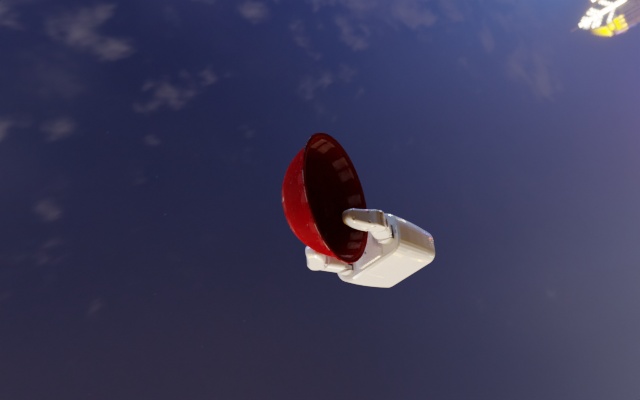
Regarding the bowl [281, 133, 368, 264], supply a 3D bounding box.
[{"bbox_3d":[-0.001,0.001,0.584,0.055,0.162,0.162,-15,-7,26],"label":"bowl"}]
